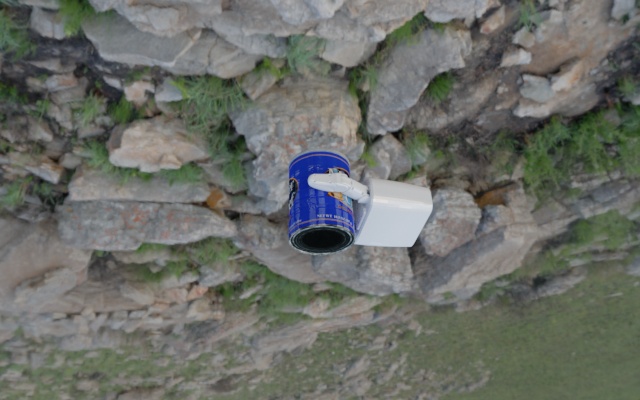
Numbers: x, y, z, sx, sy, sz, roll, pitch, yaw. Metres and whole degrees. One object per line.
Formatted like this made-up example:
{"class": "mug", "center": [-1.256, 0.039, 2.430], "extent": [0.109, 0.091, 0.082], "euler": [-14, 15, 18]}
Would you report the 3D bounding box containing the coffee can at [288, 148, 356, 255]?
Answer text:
{"class": "coffee can", "center": [0.000, 0.002, 0.760], "extent": [0.103, 0.140, 0.103], "euler": [-2, -31, -1]}
